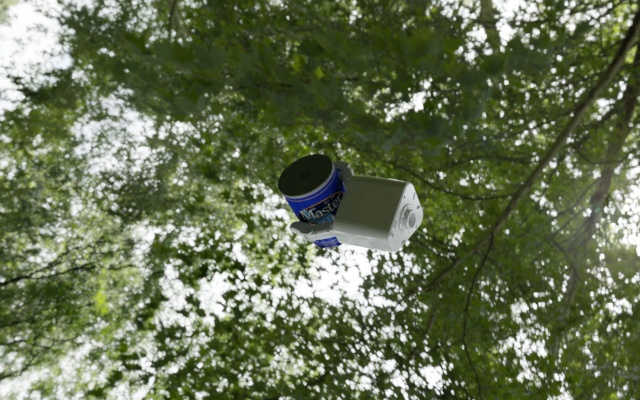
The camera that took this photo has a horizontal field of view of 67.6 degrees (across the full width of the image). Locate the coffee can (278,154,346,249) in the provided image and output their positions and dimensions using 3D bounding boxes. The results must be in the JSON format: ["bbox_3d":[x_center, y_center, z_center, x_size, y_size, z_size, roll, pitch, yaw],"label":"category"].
[{"bbox_3d":[0.000,0.003,0.852,0.103,0.102,0.140,0,-43,32],"label":"coffee can"}]
